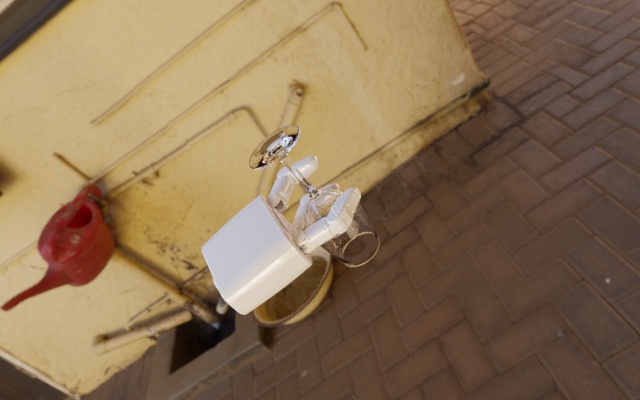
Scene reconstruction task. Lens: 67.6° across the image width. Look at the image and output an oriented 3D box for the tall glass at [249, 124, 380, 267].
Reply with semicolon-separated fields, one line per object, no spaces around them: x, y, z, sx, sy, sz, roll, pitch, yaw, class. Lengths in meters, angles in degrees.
0.000;0.001;0.608;0.079;0.079;0.201;0;-41;47;tall glass
